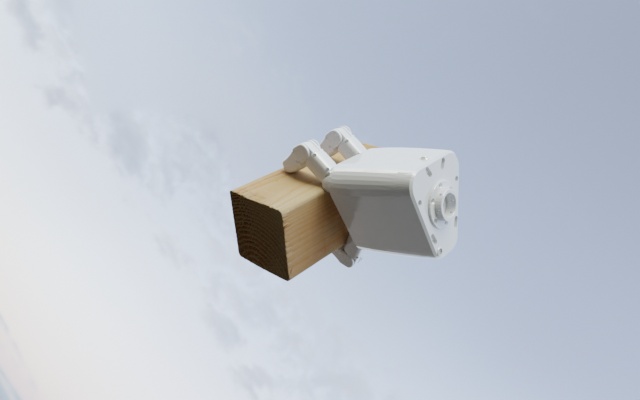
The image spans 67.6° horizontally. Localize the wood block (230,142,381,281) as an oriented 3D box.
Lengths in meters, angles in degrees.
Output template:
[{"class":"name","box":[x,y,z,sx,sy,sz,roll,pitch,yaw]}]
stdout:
[{"class":"wood block","box":[0.000,0.002,0.594,0.090,0.091,0.206,20,34,39]}]
